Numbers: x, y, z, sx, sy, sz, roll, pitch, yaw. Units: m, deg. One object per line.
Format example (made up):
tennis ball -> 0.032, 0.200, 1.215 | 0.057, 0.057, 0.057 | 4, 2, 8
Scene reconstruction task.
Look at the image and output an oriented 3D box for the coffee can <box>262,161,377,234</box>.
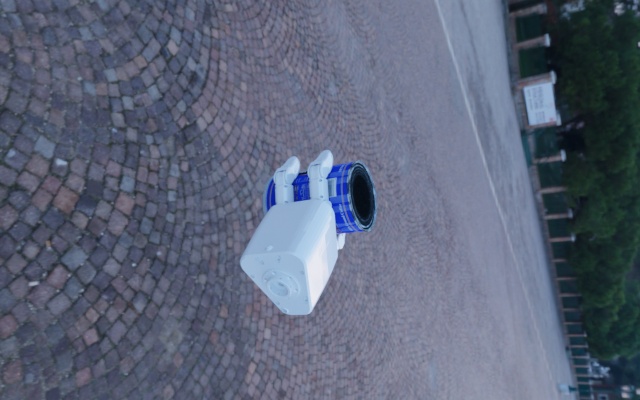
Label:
coffee can -> 0.000, 0.002, 0.709 | 0.140, 0.103, 0.103 | -8, -4, 26
